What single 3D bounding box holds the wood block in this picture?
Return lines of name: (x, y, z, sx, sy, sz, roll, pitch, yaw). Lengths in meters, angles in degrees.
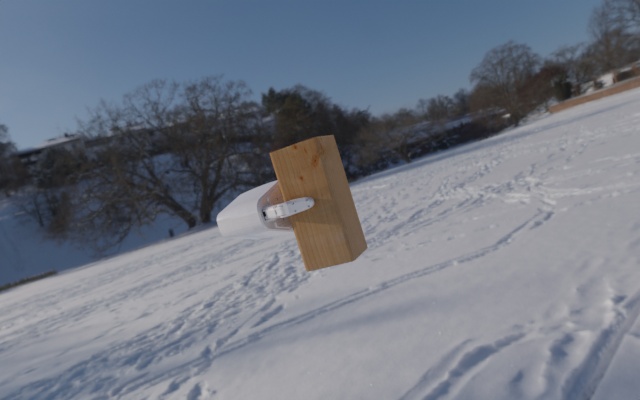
wood block: (0.000, 0.003, 0.804, 0.090, 0.206, 0.091, -16, 3, 23)
